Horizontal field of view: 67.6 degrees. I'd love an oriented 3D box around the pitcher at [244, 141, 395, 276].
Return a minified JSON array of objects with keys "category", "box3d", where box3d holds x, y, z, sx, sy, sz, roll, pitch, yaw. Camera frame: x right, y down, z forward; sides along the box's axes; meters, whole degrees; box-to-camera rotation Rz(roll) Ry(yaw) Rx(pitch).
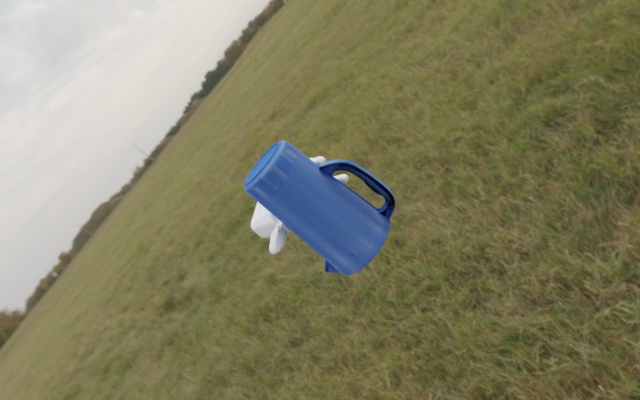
[{"category":"pitcher","box3d":[0.000,0.003,0.823,0.243,0.149,0.145,39,-29,-17]}]
